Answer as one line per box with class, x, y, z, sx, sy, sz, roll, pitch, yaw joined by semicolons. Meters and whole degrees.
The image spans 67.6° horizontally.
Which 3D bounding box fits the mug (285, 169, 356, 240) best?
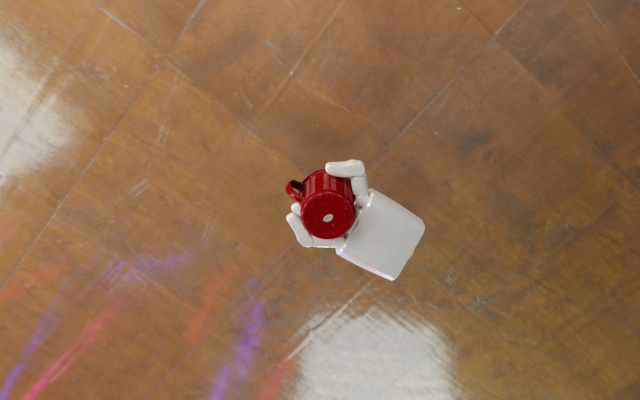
mug;-0.001;0.002;0.734;0.117;0.093;0.081;28;20;-11
